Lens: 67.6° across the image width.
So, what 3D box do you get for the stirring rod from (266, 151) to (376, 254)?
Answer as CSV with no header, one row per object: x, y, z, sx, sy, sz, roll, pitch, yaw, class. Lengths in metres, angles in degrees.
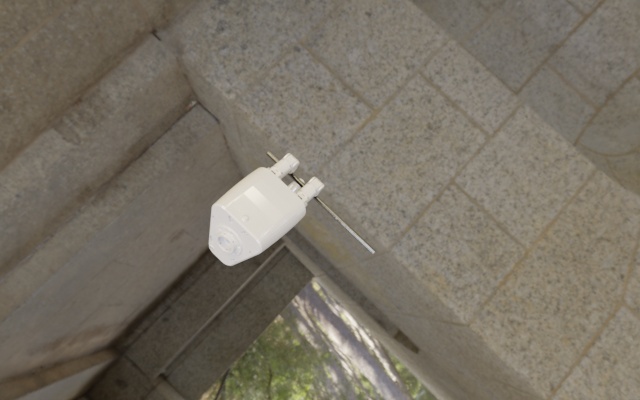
0.000,0.003,0.786,0.239,0.011,0.011,43,3,4,stirring rod
